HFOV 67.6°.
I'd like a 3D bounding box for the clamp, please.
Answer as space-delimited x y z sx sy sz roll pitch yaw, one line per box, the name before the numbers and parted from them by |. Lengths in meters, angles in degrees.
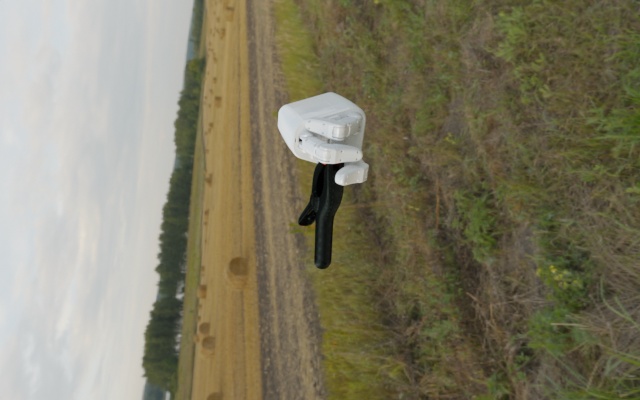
clamp | 0.000 0.002 0.714 0.039 0.171 0.120 0 25 -27
